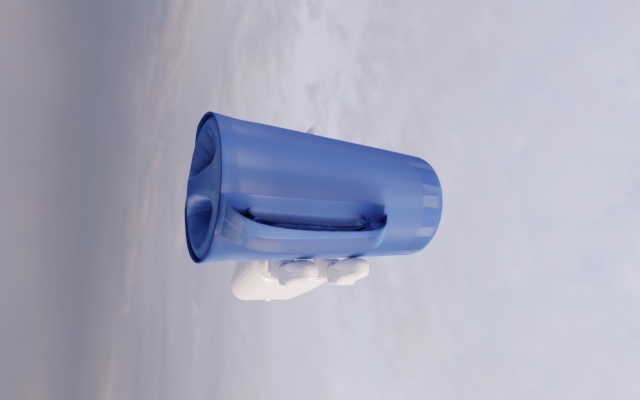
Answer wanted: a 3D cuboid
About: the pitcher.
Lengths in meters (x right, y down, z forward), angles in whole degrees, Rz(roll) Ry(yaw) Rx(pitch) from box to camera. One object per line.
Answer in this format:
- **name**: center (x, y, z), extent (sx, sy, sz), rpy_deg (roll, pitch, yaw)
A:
- **pitcher**: center (0.000, 0.002, 0.462), extent (0.243, 0.149, 0.145), rpy_deg (5, -27, -26)
